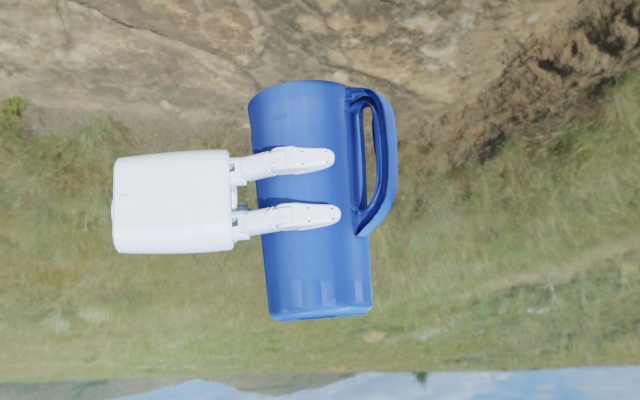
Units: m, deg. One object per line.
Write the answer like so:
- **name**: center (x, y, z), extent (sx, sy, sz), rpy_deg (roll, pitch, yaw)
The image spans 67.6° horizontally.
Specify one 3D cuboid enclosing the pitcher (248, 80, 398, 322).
- **pitcher**: center (0.000, 0.002, 0.514), extent (0.145, 0.242, 0.149), rpy_deg (-3, -14, -9)
